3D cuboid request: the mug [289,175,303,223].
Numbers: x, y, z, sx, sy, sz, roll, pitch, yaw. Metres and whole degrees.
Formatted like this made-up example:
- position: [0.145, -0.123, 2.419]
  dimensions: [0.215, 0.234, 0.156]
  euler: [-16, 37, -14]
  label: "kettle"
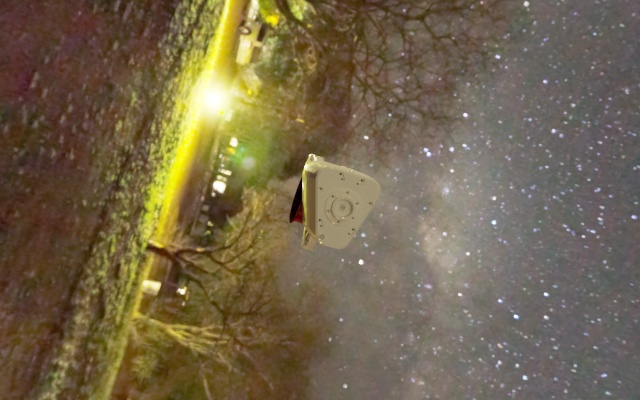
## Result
- position: [0.000, 0.003, 0.796]
  dimensions: [0.081, 0.093, 0.117]
  euler: [18, 6, -11]
  label: "mug"
